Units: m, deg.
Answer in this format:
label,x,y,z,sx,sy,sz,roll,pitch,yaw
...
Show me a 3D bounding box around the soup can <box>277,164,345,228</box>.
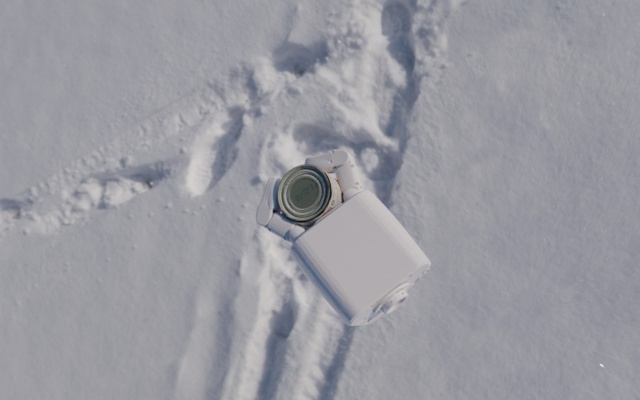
label,x,y,z,sx,sy,sz,roll,pitch,yaw
soup can,0.000,0.001,0.570,0.068,0.068,0.102,0,-12,23
